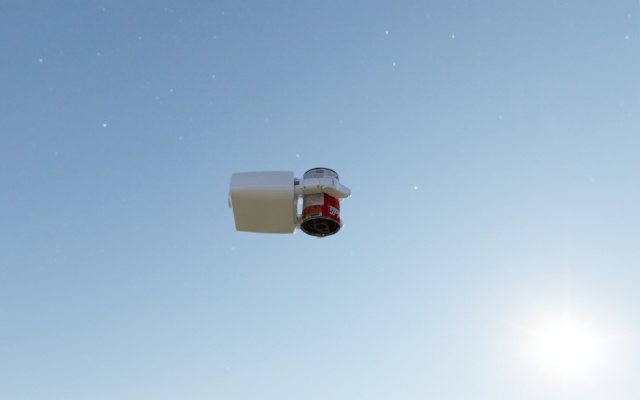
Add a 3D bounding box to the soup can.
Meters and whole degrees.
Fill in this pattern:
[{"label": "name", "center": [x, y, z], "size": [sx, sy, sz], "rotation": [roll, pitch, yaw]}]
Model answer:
[{"label": "soup can", "center": [0.001, 0.002, 0.826], "size": [0.068, 0.102, 0.068], "rotation": [0, -31, 0]}]
